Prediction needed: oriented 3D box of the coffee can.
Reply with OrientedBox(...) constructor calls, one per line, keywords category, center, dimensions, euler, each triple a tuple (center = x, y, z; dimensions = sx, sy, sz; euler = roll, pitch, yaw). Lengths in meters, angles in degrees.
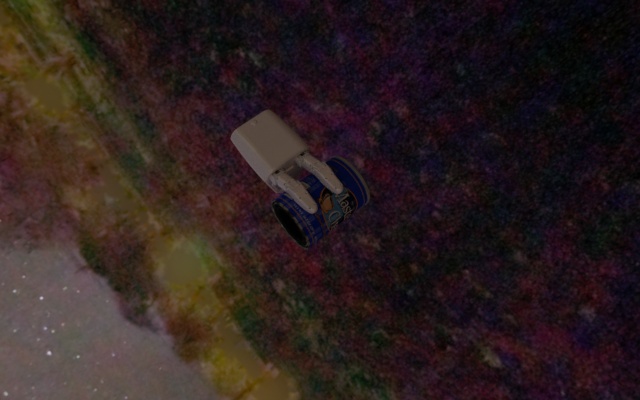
OrientedBox(category="coffee can", center=(0.000, 0.003, 0.824), dimensions=(0.140, 0.103, 0.103), euler=(-37, 13, -18))
